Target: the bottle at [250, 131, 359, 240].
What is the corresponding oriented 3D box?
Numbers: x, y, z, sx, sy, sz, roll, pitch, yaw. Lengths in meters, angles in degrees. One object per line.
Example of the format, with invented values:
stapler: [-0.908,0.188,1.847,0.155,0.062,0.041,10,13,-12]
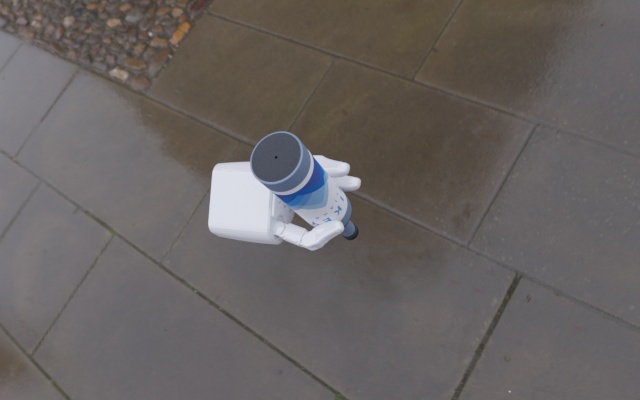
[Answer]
bottle: [0.000,0.002,0.668,0.069,0.069,0.296,0,-20,22]
